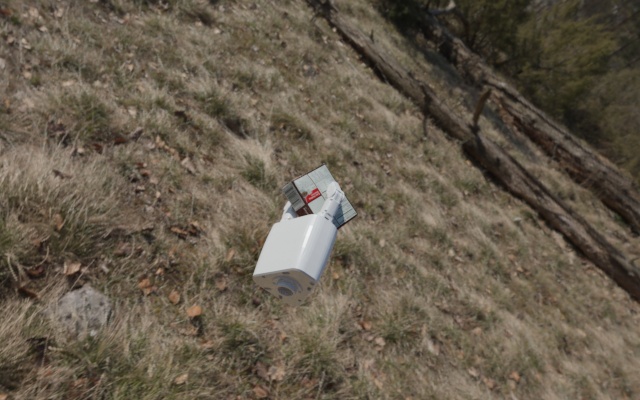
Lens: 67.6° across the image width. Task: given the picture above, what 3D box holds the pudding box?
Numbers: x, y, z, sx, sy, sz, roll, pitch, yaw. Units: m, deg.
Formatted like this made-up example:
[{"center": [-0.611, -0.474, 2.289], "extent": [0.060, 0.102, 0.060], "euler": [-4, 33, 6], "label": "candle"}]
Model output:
[{"center": [0.000, 0.003, 0.822], "extent": [0.090, 0.113, 0.039], "euler": [-31, -1, -43], "label": "pudding box"}]
